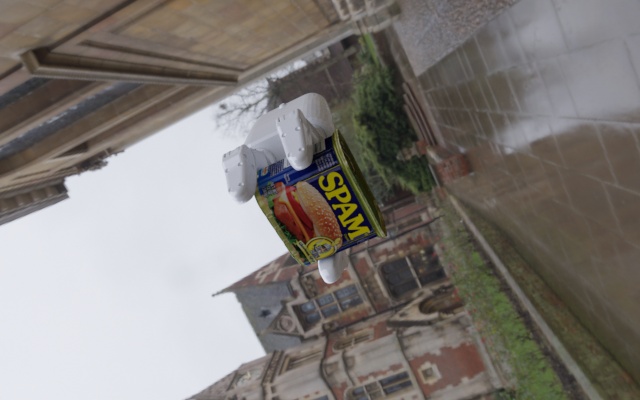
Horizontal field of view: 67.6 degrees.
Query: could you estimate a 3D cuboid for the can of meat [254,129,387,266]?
[{"bbox_3d":[0.000,0.002,0.424,0.084,0.102,0.057,-24,29,12],"label":"can of meat"}]
